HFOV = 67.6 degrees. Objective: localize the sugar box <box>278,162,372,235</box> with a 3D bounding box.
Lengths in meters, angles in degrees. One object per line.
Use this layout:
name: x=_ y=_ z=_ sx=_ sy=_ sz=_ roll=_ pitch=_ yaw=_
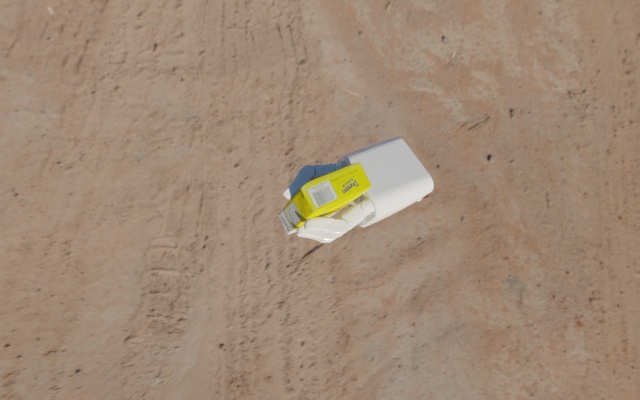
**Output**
sugar box: x=0.001 y=0.003 z=0.710 sx=0.093 sy=0.048 sz=0.176 roll=-23 pitch=-9 yaw=-19
